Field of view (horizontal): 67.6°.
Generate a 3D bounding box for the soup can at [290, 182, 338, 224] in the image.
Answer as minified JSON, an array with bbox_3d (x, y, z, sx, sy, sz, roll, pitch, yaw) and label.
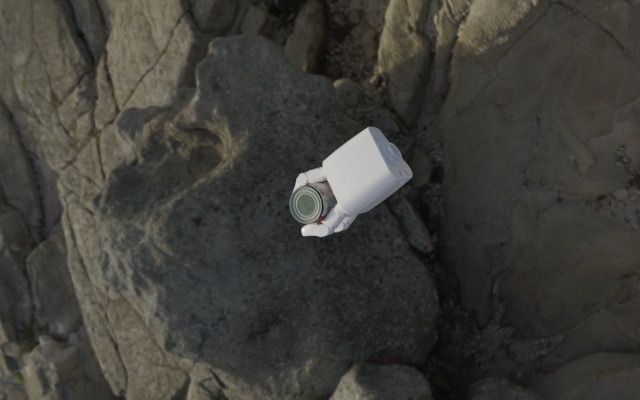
[{"bbox_3d":[0.000,0.003,0.847,0.068,0.068,0.102,0,6,30],"label":"soup can"}]
